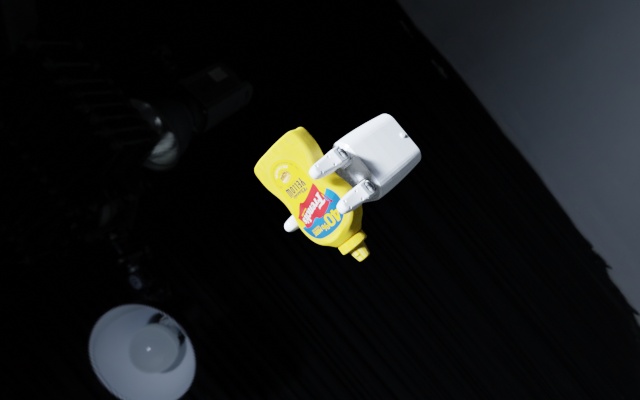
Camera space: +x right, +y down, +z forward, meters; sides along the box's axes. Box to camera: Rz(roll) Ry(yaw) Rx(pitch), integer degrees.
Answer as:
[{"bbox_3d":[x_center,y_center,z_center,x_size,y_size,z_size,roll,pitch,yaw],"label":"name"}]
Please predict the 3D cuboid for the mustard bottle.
[{"bbox_3d":[0.000,0.002,0.645,0.096,0.191,0.058,-41,-3,34],"label":"mustard bottle"}]
